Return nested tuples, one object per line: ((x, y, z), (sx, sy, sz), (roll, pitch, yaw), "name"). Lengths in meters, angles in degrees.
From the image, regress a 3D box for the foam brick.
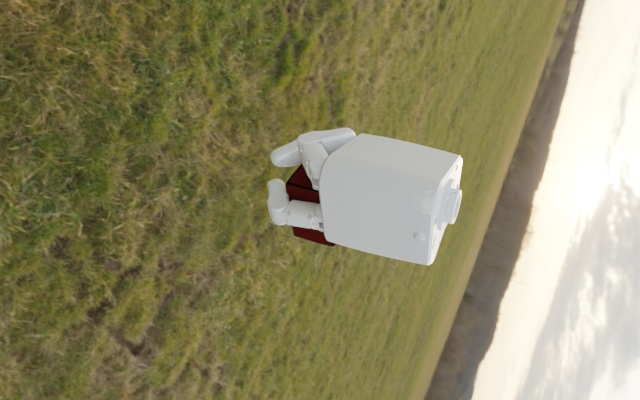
((0.000, 0.002, 0.517), (0.051, 0.078, 0.053), (14, 45, 22), "foam brick")
